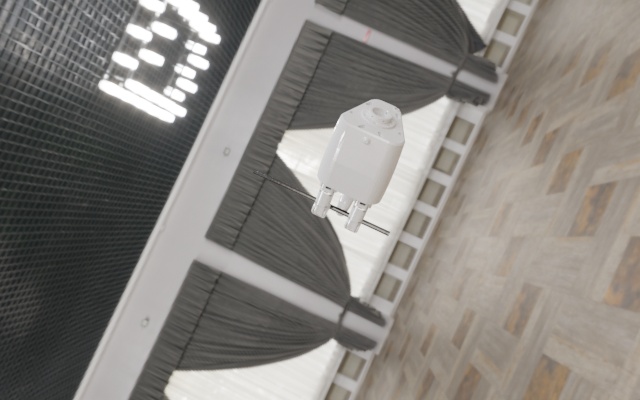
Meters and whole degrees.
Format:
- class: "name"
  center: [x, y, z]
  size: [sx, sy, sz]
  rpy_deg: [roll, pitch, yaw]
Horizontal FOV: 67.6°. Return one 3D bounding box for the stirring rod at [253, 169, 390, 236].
- class: "stirring rod"
  center: [0.000, 0.002, 0.766]
  size: [0.239, 0.011, 0.011]
  rpy_deg: [25, 3, 6]
